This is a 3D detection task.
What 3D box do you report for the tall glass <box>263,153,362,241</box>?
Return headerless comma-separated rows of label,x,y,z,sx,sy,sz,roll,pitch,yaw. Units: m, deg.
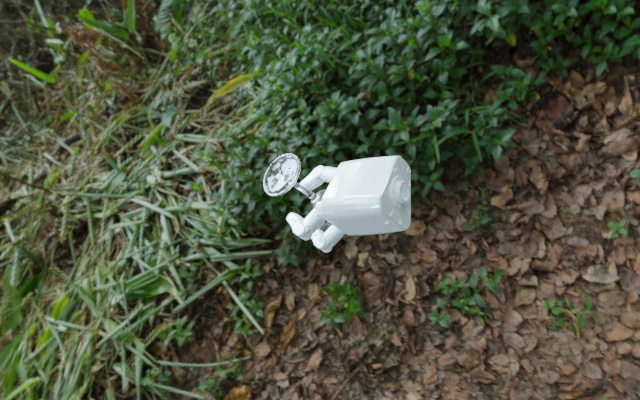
tall glass,0.000,0.002,0.790,0.079,0.079,0.201,0,-25,41
